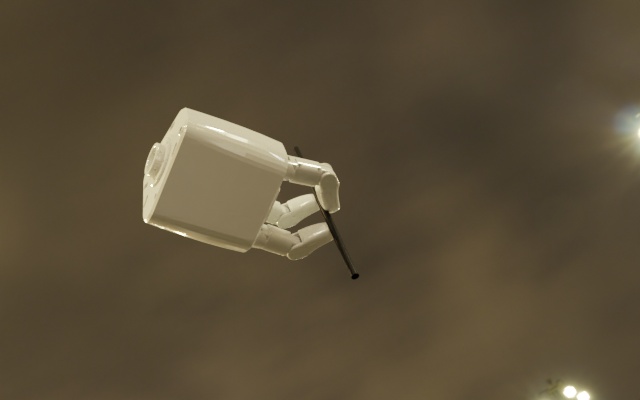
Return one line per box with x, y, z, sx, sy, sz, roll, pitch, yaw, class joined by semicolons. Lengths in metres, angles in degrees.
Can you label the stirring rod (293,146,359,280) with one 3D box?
0.000;0.002;0.544;0.011;0.011;0.239;0;36;-20;stirring rod
